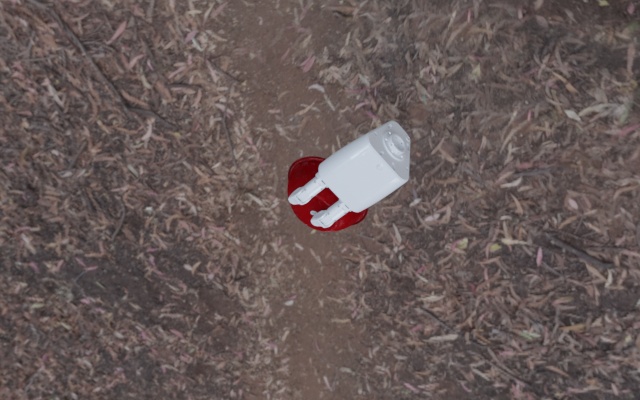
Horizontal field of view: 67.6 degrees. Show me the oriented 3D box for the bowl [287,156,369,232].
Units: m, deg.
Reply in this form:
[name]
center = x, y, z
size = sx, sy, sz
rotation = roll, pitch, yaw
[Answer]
[bowl]
center = -0.001, 0.004, 0.837
size = 0.162, 0.162, 0.055
rotation = 0, 41, 38
